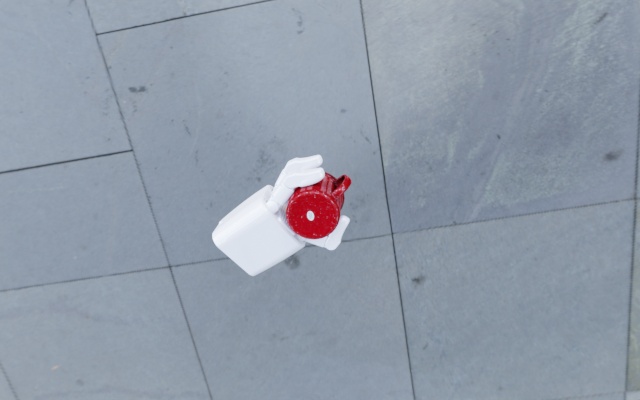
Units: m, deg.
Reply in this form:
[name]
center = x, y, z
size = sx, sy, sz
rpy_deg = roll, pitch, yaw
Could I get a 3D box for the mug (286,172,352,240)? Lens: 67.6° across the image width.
[mug]
center = 0.001, 0.002, 0.740
size = 0.117, 0.093, 0.081
rpy_deg = -35, 16, 15
